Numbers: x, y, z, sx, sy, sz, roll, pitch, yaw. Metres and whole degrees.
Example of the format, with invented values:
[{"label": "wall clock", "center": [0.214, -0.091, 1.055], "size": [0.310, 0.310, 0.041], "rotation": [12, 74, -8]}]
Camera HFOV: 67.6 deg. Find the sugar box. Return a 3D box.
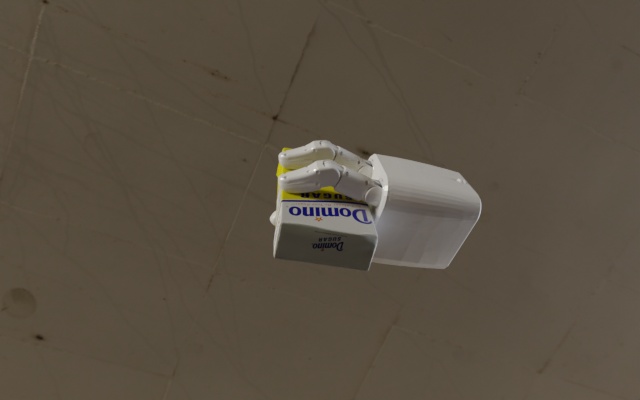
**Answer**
[{"label": "sugar box", "center": [0.000, 0.001, 0.507], "size": [0.093, 0.048, 0.176], "rotation": [9, 25, -9]}]
